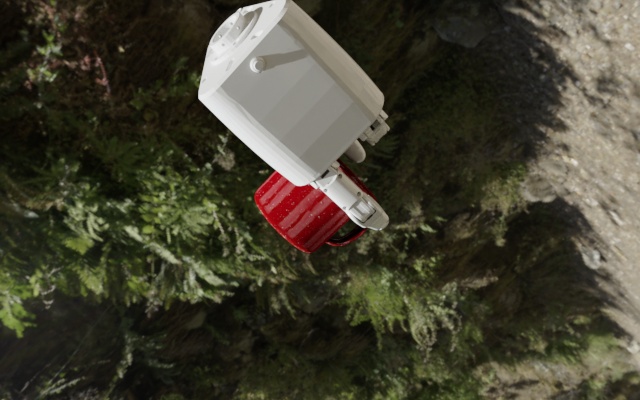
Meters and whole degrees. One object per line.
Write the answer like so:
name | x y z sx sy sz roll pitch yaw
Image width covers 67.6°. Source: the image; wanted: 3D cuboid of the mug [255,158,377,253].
mug | 0.001 0.002 0.461 0.117 0.081 0.093 41 9 -31
